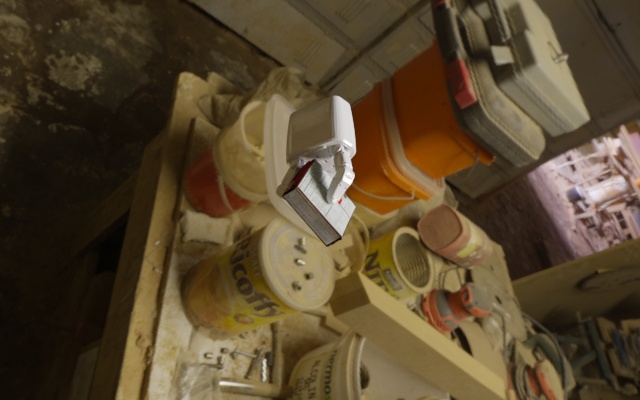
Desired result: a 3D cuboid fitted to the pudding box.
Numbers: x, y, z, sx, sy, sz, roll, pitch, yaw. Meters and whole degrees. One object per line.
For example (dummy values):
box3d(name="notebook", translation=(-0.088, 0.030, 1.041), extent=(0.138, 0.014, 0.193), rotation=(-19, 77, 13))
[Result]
box3d(name="pudding box", translation=(0.000, 0.002, 0.754), extent=(0.039, 0.113, 0.090), rotation=(-32, 17, 35))
